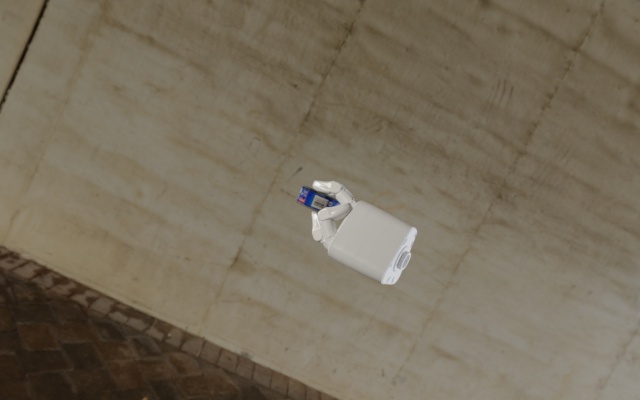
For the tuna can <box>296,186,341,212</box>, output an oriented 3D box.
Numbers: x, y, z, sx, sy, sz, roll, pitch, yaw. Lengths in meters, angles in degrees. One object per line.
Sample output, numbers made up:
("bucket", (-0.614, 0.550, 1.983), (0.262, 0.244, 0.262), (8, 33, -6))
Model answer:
("tuna can", (0.000, 0.002, 0.885), (0.086, 0.034, 0.086), (22, 3, -1))
